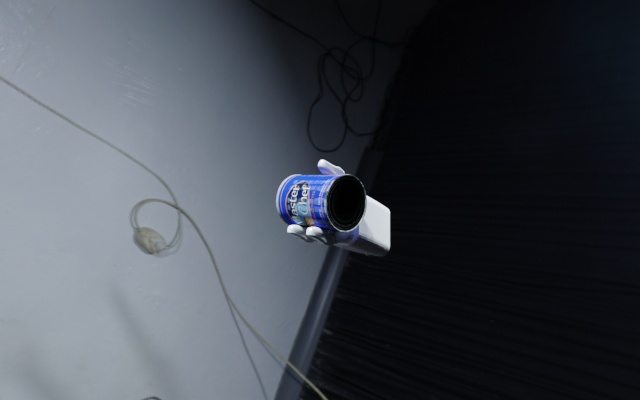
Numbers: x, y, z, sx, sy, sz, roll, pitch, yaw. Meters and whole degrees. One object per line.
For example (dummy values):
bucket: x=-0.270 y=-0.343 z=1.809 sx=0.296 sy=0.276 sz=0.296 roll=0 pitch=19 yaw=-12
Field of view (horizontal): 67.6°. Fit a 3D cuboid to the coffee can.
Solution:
coffee can: x=0.000 y=0.003 z=0.883 sx=0.103 sy=0.103 sz=0.140 roll=0 pitch=2 yaw=-42
